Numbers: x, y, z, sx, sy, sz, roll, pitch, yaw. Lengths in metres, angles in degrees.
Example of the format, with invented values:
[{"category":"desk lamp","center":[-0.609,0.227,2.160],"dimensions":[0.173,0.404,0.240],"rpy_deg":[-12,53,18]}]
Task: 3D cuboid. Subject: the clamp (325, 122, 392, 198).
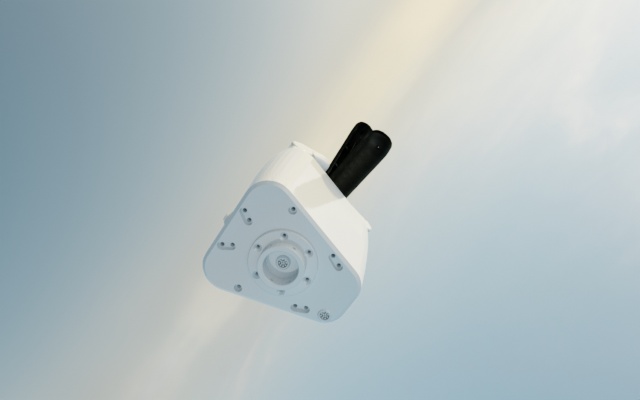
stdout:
[{"category":"clamp","center":[0.000,0.003,0.505],"dimensions":[0.036,0.210,0.164],"rpy_deg":[35,17,-6]}]
